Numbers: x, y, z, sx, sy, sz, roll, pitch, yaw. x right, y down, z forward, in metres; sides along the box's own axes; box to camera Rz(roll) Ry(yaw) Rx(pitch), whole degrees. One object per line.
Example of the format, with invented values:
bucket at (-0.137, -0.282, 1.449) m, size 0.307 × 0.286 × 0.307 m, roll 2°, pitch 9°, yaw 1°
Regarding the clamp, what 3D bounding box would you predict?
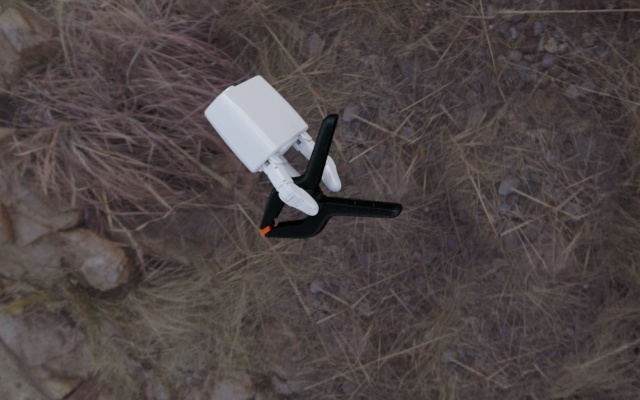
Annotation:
clamp at (-0.001, 0.003, 0.679) m, size 0.210 × 0.164 × 0.036 m, roll -40°, pitch 4°, yaw 27°
